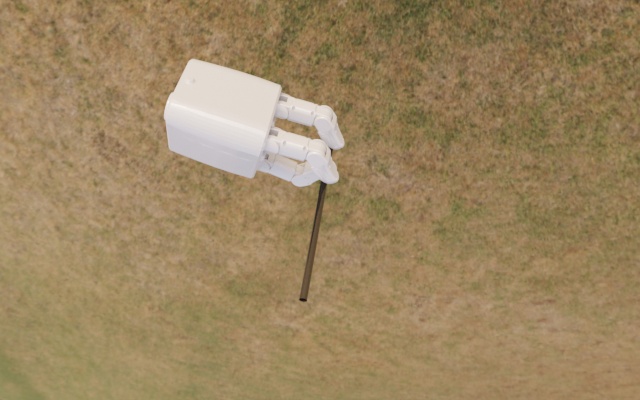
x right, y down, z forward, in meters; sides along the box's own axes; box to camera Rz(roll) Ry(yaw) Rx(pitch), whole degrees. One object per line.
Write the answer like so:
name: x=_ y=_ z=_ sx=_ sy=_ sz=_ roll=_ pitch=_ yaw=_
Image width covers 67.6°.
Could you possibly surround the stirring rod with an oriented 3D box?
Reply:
stirring rod: x=0.000 y=0.002 z=0.537 sx=0.011 sy=0.239 sz=0.011 roll=7 pitch=-36 yaw=5
